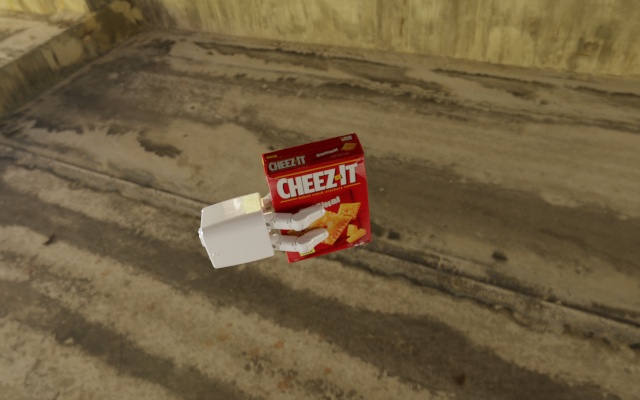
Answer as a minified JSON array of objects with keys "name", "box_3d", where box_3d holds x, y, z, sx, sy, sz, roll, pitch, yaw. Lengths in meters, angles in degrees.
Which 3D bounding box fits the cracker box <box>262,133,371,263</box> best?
[{"name":"cracker box","box_3d":[0.000,0.003,0.841,0.164,0.214,0.072,-14,43,-4]}]
